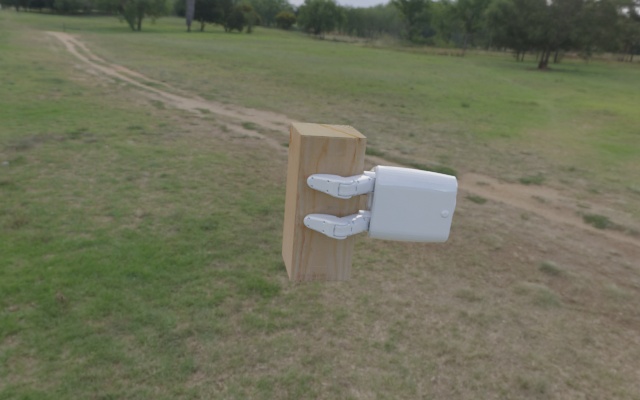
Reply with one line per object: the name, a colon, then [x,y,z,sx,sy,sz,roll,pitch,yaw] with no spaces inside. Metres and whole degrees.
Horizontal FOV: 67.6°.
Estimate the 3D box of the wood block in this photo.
wood block: [0.000,0.002,0.674,0.090,0.206,0.090,1,19,-12]
